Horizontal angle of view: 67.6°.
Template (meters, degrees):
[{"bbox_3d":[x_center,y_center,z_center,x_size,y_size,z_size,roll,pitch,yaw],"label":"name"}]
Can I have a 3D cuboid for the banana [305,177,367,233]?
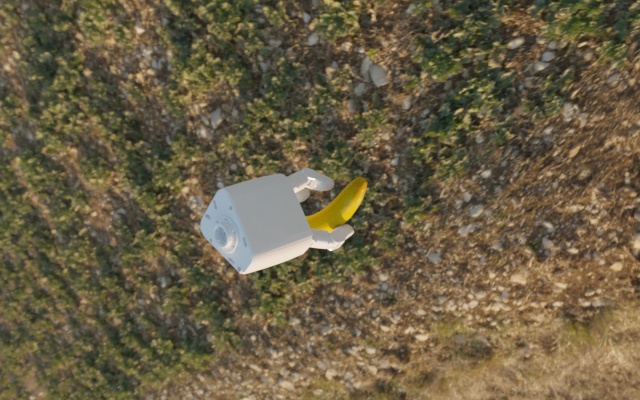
[{"bbox_3d":[0.002,0.021,0.747,0.037,0.069,0.198,-7,-9,-44],"label":"banana"}]
